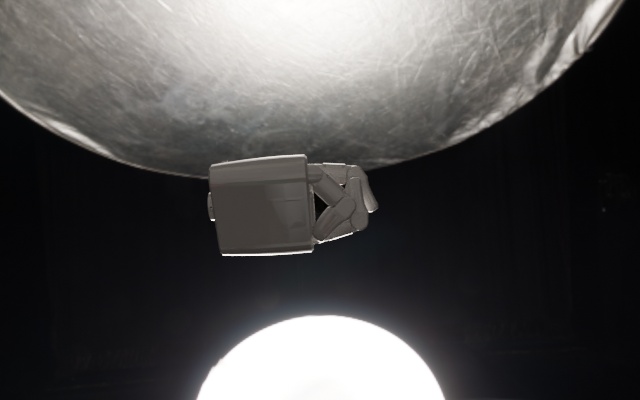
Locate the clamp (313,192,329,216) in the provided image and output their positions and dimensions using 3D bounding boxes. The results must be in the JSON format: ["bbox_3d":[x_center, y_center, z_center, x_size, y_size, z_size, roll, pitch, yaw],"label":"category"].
[{"bbox_3d":[0.000,0.003,0.641,0.120,0.039,0.171,-5,0,-1],"label":"clamp"}]
